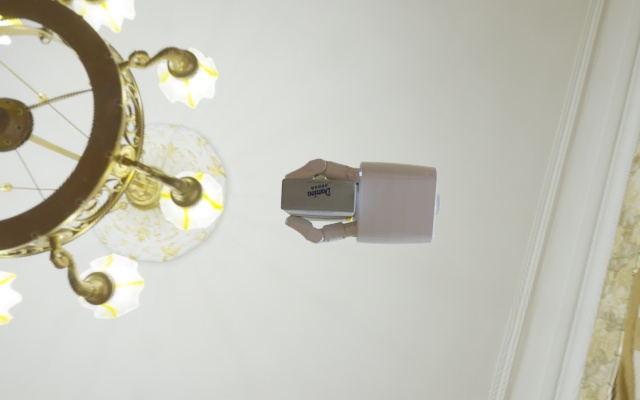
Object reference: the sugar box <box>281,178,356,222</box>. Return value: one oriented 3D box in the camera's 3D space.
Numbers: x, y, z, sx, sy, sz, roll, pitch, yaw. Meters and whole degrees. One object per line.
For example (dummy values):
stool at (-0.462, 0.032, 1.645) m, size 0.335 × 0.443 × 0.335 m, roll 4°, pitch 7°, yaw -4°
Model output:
sugar box at (0.000, 0.002, 0.664) m, size 0.093 × 0.048 × 0.176 m, roll 2°, pitch -8°, yaw 1°
